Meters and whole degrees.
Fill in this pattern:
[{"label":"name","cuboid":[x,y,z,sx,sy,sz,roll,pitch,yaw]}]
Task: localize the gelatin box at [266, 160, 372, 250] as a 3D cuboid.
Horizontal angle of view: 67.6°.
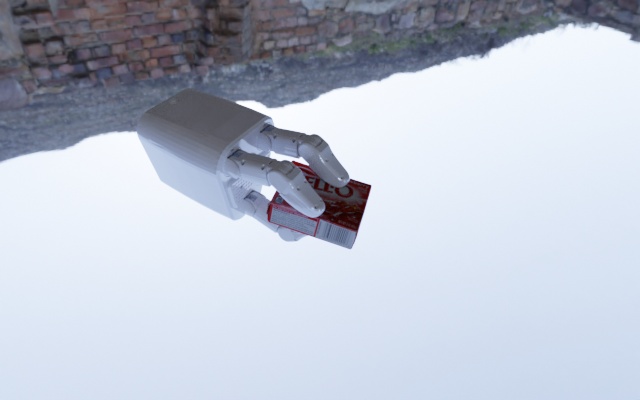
[{"label":"gelatin box","cuboid":[0.000,0.002,0.475,0.089,0.030,0.073,19,42,4]}]
